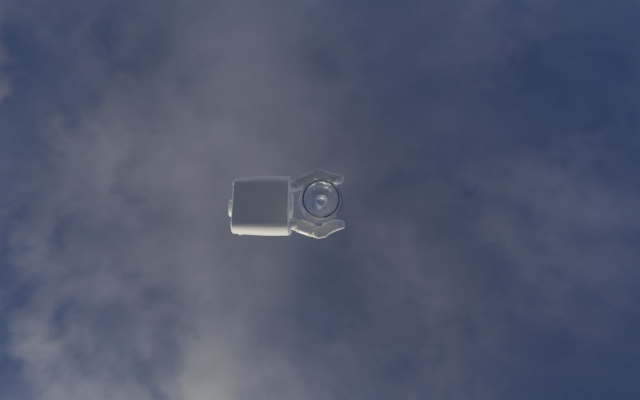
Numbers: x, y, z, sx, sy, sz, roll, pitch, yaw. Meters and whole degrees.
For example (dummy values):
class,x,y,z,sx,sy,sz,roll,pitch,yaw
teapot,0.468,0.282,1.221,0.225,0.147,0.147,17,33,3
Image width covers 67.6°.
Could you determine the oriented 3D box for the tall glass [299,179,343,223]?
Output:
class,x,y,z,sx,sy,sz,roll,pitch,yaw
tall glass,0.000,0.003,0.882,0.079,0.079,0.201,0,-3,-1
